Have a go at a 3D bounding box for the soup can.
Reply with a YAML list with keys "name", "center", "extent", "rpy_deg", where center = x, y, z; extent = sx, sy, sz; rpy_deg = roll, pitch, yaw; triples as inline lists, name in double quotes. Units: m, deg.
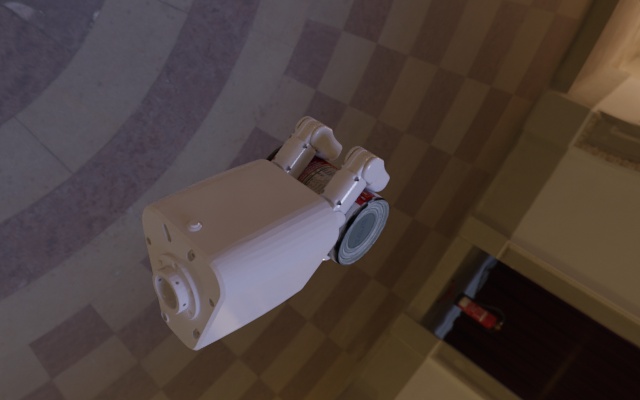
- name: "soup can"
  center: [0.001, 0.001, 0.419]
  extent: [0.102, 0.068, 0.068]
  rpy_deg: [35, 18, 28]
